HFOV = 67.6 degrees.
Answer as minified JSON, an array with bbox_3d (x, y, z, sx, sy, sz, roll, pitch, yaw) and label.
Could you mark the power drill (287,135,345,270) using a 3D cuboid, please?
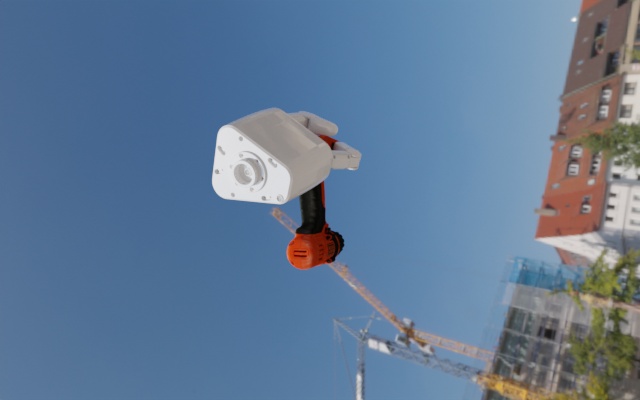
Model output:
[{"bbox_3d":[0.000,0.002,0.708,0.057,0.187,0.184,-1,0,15],"label":"power drill"}]
